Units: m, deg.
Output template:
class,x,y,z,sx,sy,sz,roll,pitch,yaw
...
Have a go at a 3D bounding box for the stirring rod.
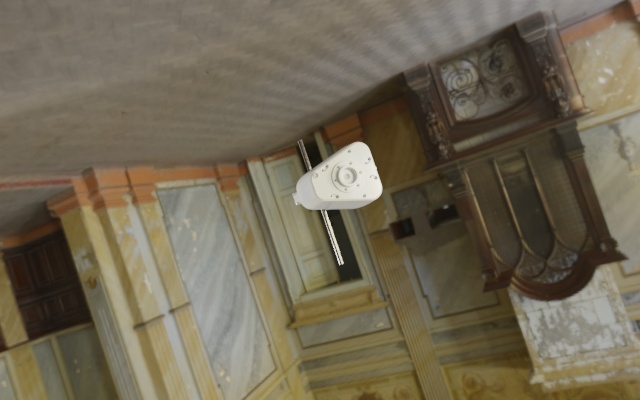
class,x,y,z,sx,sy,sz,roll,pitch,yaw
stirring rod,0.000,0.003,0.879,0.011,0.239,0.011,-19,-1,-1
